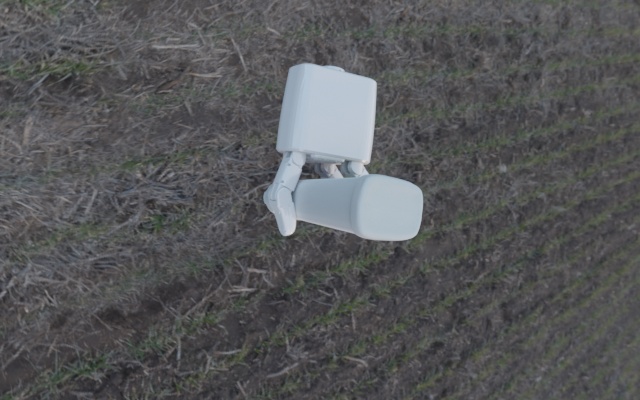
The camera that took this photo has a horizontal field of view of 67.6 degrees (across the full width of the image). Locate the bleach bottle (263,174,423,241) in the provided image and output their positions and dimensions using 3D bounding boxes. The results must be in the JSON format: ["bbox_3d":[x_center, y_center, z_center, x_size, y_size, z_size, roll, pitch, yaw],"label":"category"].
[{"bbox_3d":[0.000,0.002,0.595,0.102,0.068,0.251,8,-2,-39],"label":"bleach bottle"}]
